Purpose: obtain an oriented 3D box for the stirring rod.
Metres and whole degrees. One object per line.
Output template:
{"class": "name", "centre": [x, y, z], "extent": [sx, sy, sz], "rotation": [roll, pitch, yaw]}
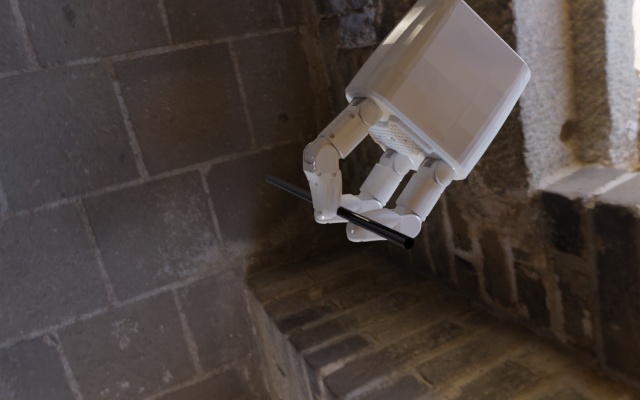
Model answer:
{"class": "stirring rod", "centre": [0.000, 0.001, 0.401], "extent": [0.011, 0.011, 0.239], "rotation": [0, 12, -28]}
